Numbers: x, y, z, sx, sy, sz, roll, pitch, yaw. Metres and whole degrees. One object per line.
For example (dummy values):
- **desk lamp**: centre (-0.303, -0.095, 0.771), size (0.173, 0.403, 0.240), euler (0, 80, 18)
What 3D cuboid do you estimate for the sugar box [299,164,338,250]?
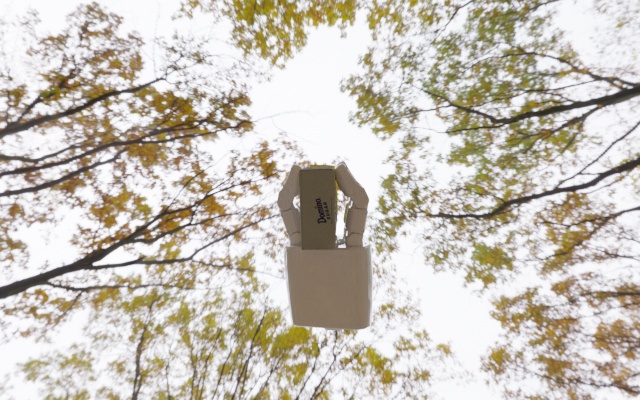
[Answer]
- **sugar box**: centre (0.001, 0.002, 0.612), size (0.048, 0.093, 0.176), euler (-1, 6, 0)
